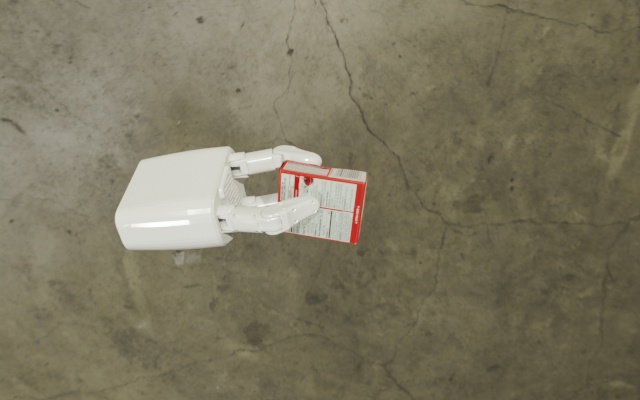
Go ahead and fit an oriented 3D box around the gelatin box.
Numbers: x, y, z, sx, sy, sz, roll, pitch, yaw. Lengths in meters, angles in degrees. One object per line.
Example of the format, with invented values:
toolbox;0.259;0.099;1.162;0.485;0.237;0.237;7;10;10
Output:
gelatin box;0.000;0.002;0.494;0.089;0.073;0.030;9;28;7
